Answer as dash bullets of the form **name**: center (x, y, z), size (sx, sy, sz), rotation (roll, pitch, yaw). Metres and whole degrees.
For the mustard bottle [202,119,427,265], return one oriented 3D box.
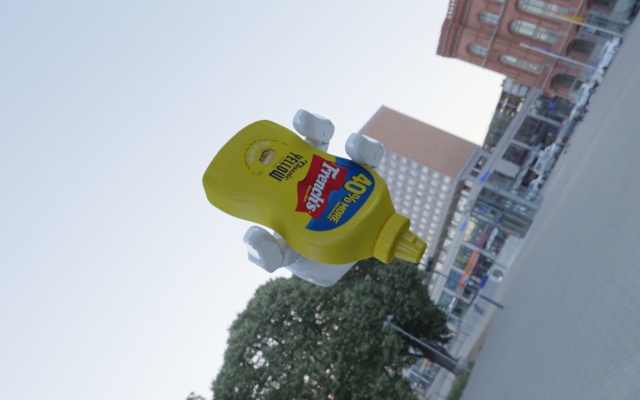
- **mustard bottle**: center (0.000, 0.001, 0.406), size (0.191, 0.096, 0.058), rotation (27, -34, 21)
